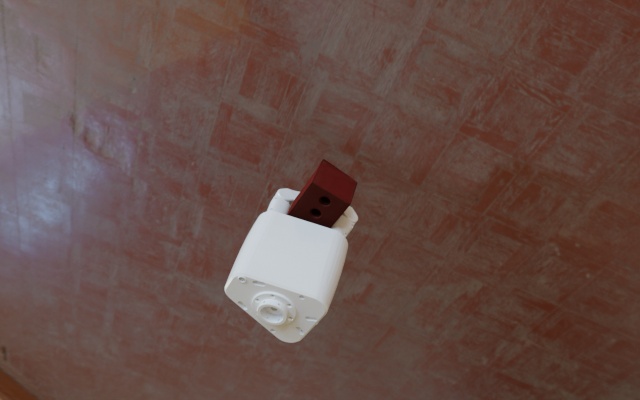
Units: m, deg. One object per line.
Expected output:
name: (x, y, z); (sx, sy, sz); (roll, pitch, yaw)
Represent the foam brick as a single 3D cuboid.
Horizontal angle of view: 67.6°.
foam brick: (0.000, 0.002, 0.578); (0.053, 0.078, 0.051); (32, 37, -6)
